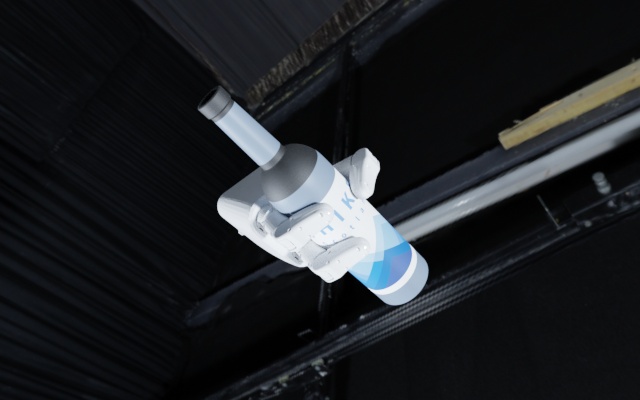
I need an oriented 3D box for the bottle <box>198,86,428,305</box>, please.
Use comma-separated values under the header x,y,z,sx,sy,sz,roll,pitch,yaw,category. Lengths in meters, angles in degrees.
x,y,z,sx,sy,sz,roll,pitch,yaw,category
0.000,0.002,0.470,0.296,0.069,0.069,43,-25,-29,bottle
